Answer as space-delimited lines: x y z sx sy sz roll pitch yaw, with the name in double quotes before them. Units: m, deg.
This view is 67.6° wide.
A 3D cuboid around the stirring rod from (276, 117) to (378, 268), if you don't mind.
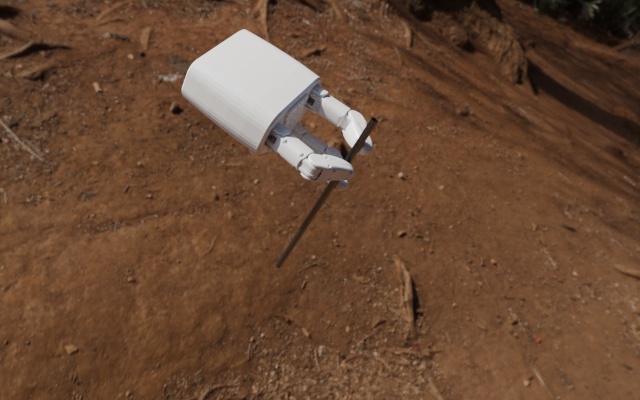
"stirring rod" 0.000 0.002 0.546 0.011 0.011 0.240 0 -43 -38
